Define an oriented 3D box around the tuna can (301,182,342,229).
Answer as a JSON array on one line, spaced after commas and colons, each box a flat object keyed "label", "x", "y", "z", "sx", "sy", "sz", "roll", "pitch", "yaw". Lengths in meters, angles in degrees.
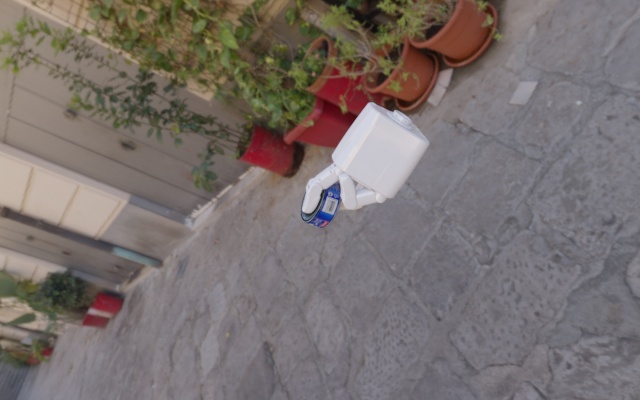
[{"label": "tuna can", "x": 0.000, "y": 0.003, "z": 0.813, "sx": 0.034, "sy": 0.086, "sz": 0.086, "roll": 20, "pitch": -8, "yaw": -24}]
